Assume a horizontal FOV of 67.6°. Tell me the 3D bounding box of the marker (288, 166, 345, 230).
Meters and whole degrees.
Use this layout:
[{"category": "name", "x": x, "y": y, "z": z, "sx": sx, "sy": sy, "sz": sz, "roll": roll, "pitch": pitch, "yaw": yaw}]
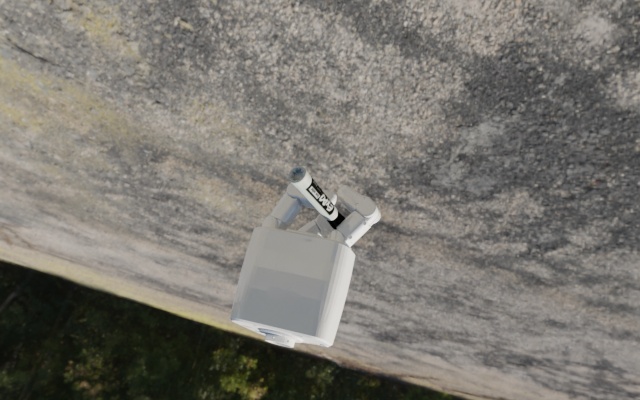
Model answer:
[{"category": "marker", "x": 0.000, "y": 0.002, "z": 0.505, "sx": 0.020, "sy": 0.020, "sz": 0.121, "roll": 0, "pitch": -26, "yaw": 25}]
